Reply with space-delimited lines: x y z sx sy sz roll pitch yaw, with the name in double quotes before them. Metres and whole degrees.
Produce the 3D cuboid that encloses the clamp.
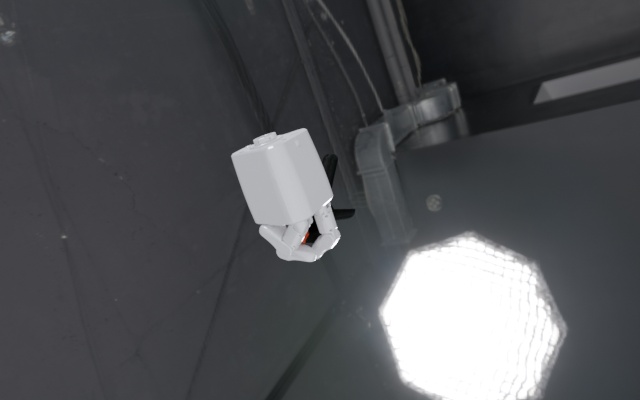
"clamp" 0.000 0.003 0.750 0.039 0.120 0.171 -10 18 33
